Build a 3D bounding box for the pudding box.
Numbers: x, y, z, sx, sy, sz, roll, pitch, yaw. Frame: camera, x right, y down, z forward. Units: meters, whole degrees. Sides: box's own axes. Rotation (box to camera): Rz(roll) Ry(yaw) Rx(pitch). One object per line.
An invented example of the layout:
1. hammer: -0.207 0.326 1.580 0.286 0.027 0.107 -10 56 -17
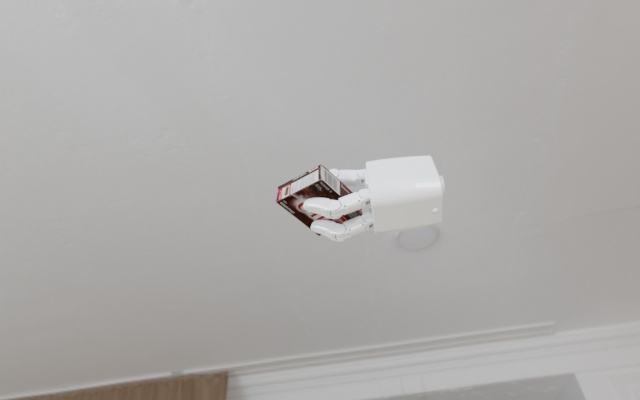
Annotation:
1. pudding box: 0.000 0.002 0.755 0.090 0.039 0.113 -26 -50 28
